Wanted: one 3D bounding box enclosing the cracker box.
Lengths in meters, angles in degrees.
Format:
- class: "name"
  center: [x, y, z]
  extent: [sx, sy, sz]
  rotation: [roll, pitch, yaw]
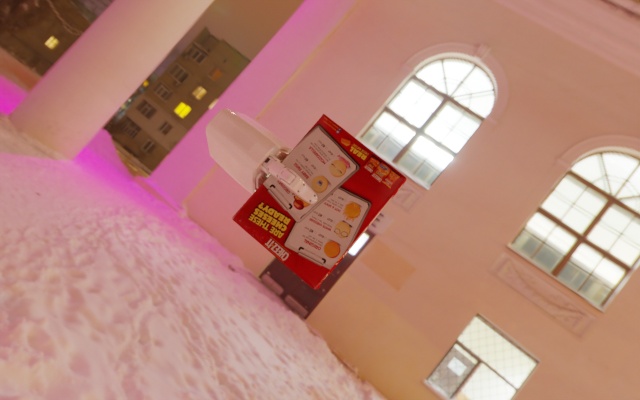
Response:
- class: "cracker box"
  center: [0.000, 0.002, 0.732]
  extent: [0.164, 0.213, 0.072]
  rotation: [39, -6, 10]
